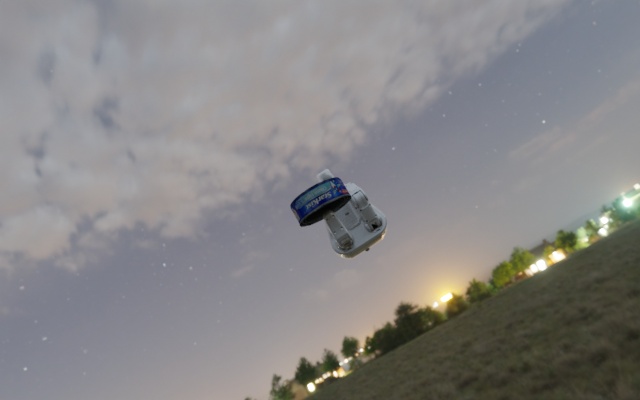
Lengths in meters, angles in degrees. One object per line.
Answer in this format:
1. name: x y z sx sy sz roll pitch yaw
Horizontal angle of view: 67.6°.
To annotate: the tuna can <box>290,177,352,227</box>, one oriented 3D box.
1. tuna can: 0.000 0.002 0.691 0.086 0.033 0.086 -29 -13 -7
